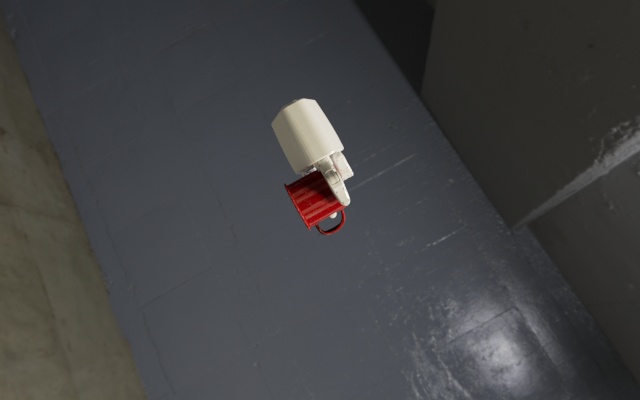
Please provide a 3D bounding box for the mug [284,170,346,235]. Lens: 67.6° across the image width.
[{"bbox_3d":[0.001,0.004,0.829,0.081,0.117,0.093,-29,2,0],"label":"mug"}]
